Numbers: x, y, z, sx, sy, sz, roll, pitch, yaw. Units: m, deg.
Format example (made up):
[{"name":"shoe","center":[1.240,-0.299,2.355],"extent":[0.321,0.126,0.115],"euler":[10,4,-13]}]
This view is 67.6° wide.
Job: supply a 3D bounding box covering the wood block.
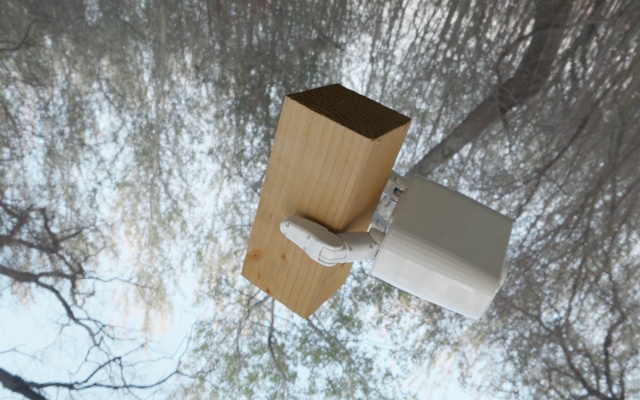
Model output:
[{"name":"wood block","center":[0.000,0.002,0.474],"extent":[0.090,0.206,0.090],"euler":[31,33,20]}]
